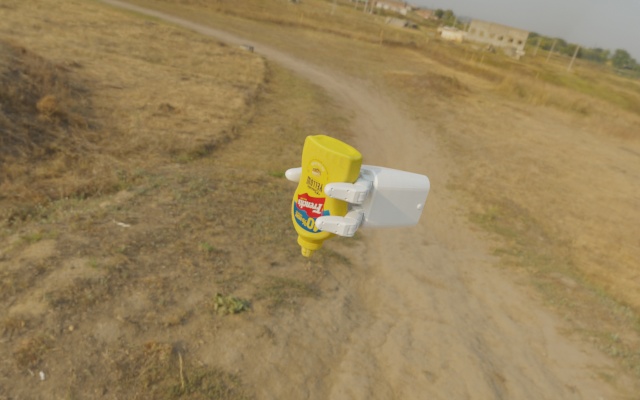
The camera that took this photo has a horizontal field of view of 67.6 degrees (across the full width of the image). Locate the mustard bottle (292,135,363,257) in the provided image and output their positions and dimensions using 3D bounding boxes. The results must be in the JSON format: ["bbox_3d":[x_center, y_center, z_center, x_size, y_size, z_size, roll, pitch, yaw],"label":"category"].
[{"bbox_3d":[0.000,0.002,0.740,0.096,0.192,0.058,31,29,34],"label":"mustard bottle"}]
